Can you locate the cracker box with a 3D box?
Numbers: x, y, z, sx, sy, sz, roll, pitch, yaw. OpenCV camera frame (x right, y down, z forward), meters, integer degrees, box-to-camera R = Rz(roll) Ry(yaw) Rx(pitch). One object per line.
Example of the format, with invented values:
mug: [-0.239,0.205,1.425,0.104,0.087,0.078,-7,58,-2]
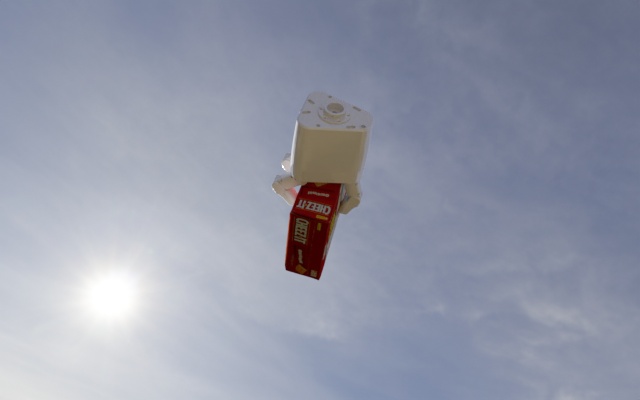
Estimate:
cracker box: [0.000,0.003,0.836,0.072,0.213,0.164,14,-42,6]
